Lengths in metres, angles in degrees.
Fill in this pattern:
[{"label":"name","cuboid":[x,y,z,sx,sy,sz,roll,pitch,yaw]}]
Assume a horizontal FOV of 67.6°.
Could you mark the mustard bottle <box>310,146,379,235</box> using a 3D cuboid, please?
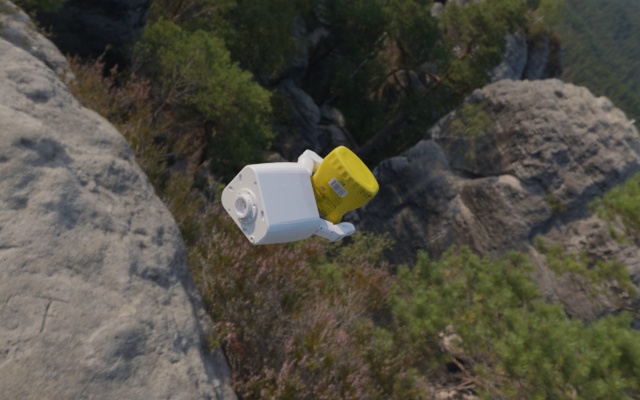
[{"label":"mustard bottle","cuboid":[0.000,0.002,0.792,0.192,0.096,0.058,-41,2,35]}]
